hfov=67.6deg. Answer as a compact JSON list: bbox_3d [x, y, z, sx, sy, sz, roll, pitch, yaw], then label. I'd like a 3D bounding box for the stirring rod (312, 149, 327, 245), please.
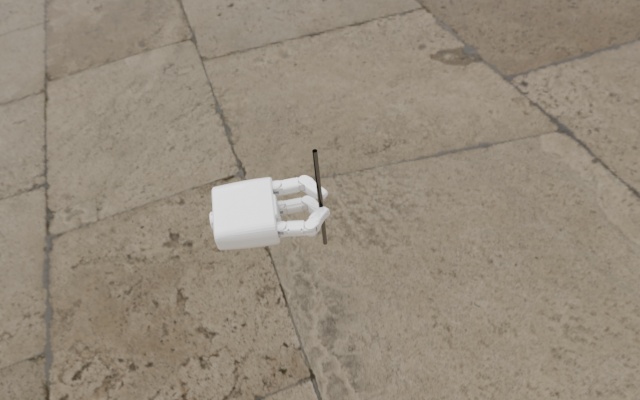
[{"bbox_3d":[0.000,0.003,0.818,0.011,0.011,0.240,0,-41,6],"label":"stirring rod"}]
